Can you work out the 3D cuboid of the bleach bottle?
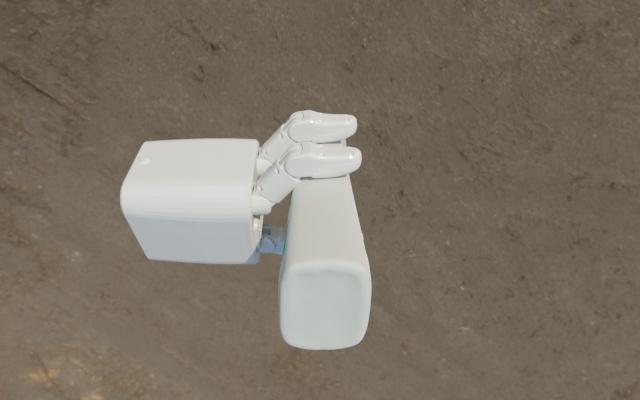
[{"bbox_3d":[0.000,0.001,0.439,0.068,0.103,0.250,1,38,-2],"label":"bleach bottle"}]
